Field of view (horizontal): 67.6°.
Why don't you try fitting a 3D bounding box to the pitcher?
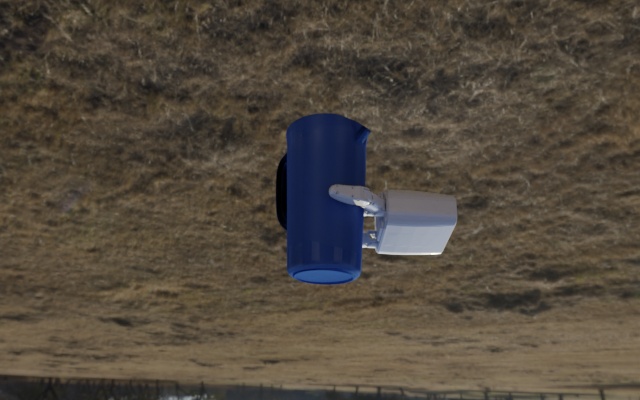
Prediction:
[{"bbox_3d":[0.000,0.002,0.740,0.145,0.242,0.149,4,-23,-4],"label":"pitcher"}]
